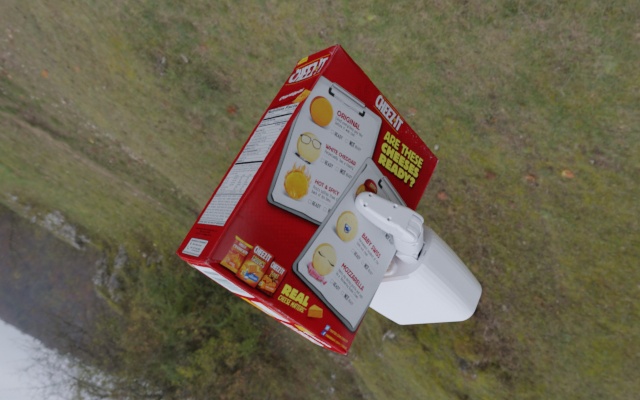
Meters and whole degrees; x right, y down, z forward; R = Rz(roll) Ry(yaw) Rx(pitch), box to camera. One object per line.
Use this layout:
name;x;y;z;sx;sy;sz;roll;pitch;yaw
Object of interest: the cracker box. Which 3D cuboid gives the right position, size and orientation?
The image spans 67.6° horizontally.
cracker box;0.000;0.002;0.428;0.164;0.213;0.072;41;-23;-32
